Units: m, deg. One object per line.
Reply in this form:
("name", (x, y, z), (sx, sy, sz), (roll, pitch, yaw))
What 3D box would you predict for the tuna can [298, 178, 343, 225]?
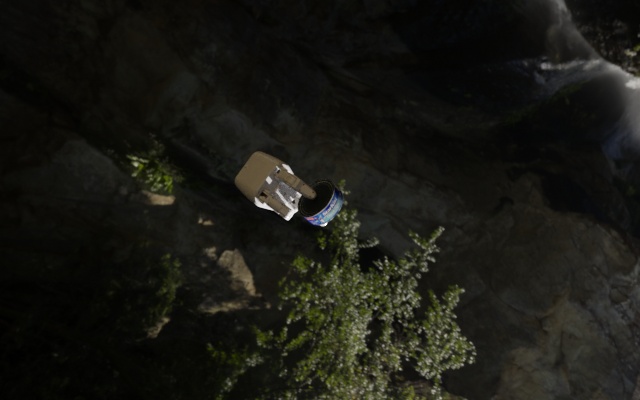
("tuna can", (0.001, 0.003, 0.896), (0.086, 0.086, 0.034), (0, -32, 46))
